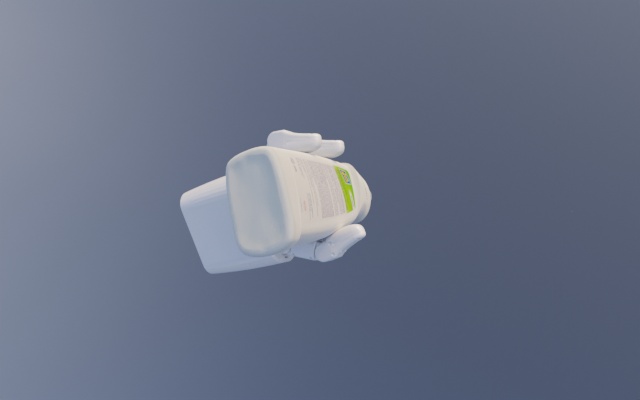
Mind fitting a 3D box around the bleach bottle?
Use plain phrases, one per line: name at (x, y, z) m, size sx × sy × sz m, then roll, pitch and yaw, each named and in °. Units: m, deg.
bleach bottle at (0.000, 0.002, 0.536) m, size 0.068 × 0.102 × 0.251 m, roll -16°, pitch -8°, yaw 27°
